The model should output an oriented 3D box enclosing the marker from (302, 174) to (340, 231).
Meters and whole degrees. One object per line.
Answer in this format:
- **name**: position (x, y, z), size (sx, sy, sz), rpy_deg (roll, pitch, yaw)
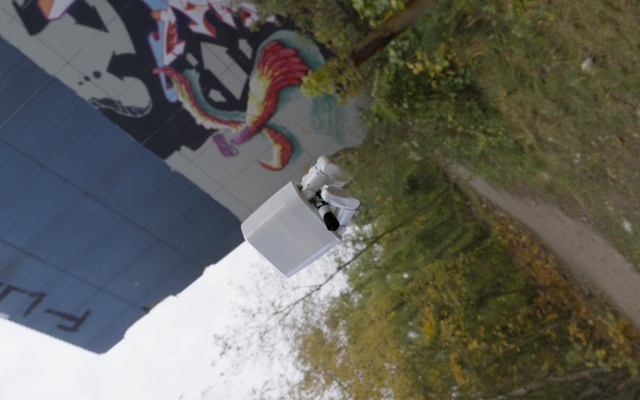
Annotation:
- **marker**: position (0.000, 0.002, 0.683), size (0.020, 0.020, 0.121), rpy_deg (0, 37, -24)
